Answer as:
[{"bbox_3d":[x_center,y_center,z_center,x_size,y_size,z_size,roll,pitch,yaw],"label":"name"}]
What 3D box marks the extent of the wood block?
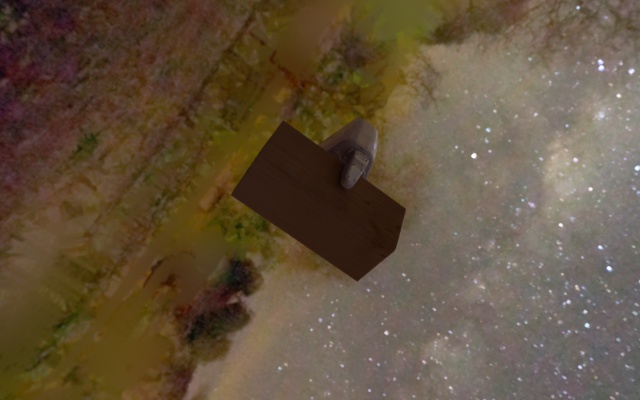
[{"bbox_3d":[0.000,0.002,0.637,0.206,0.090,0.091,35,-49,-8],"label":"wood block"}]
